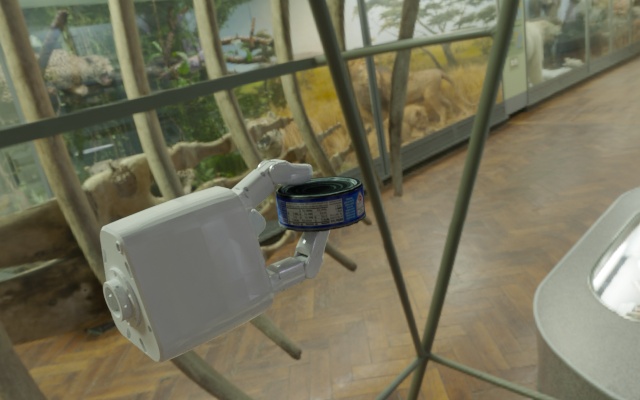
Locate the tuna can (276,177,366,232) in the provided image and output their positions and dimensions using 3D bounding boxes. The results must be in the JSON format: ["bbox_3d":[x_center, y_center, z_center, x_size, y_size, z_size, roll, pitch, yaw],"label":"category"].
[{"bbox_3d":[0.000,0.001,0.462,0.086,0.034,0.086,-6,14,1],"label":"tuna can"}]
